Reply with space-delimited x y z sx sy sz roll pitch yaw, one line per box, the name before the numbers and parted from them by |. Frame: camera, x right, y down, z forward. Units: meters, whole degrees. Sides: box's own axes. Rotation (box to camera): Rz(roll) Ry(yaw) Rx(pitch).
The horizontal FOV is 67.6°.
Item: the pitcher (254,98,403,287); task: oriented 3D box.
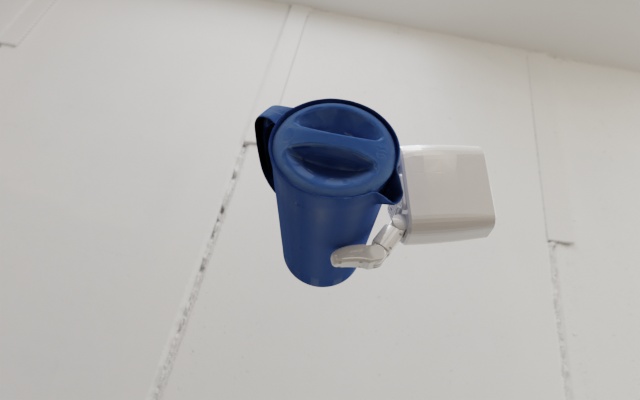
pitcher | 0.000 0.002 0.576 0.145 0.149 0.243 -4 -34 -7
